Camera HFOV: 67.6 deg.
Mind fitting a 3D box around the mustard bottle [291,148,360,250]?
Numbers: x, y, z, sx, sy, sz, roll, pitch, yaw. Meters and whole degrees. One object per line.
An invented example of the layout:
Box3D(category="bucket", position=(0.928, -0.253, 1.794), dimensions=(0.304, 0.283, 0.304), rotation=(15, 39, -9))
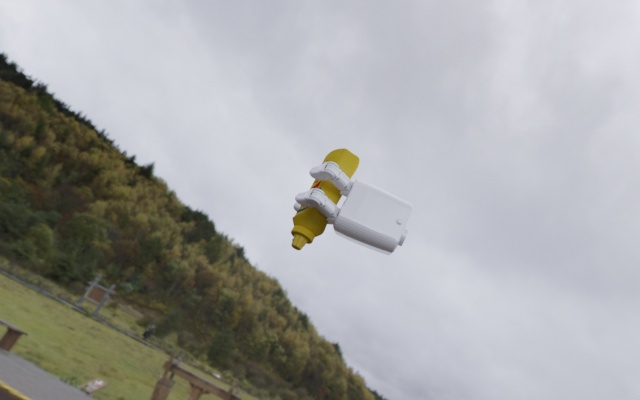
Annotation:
Box3D(category="mustard bottle", position=(0.000, 0.002, 0.836), dimensions=(0.058, 0.191, 0.096), rotation=(34, -25, -14))
